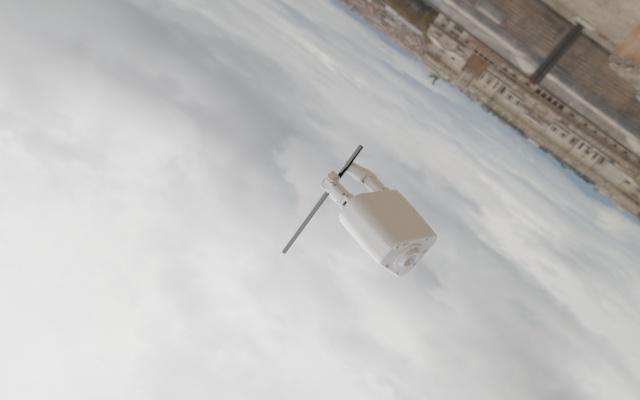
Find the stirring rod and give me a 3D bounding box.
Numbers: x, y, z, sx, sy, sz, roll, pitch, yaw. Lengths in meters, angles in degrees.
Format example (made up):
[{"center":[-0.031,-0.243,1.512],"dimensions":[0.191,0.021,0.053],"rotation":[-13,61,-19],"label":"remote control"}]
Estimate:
[{"center":[0.000,0.003,0.818],"dimensions":[0.011,0.239,0.011],"rotation":[31,21,-13],"label":"stirring rod"}]
